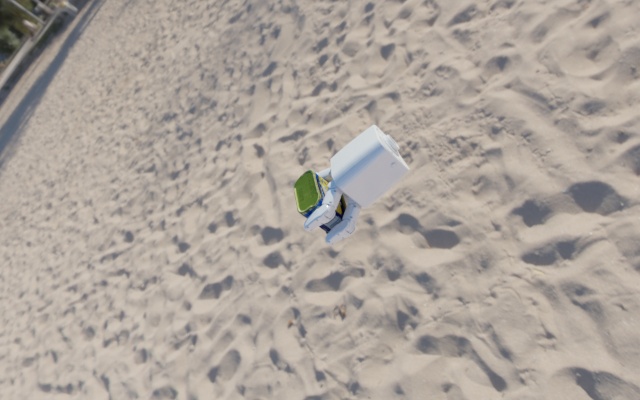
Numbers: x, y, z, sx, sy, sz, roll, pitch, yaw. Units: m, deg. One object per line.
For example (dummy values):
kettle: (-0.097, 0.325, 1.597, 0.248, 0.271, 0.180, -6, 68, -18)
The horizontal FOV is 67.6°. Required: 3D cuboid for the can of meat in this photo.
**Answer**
can of meat: (0.000, 0.003, 0.875, 0.057, 0.102, 0.084, -38, -52, 20)
